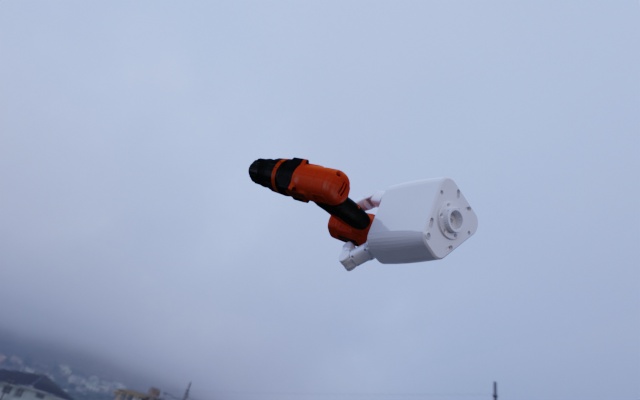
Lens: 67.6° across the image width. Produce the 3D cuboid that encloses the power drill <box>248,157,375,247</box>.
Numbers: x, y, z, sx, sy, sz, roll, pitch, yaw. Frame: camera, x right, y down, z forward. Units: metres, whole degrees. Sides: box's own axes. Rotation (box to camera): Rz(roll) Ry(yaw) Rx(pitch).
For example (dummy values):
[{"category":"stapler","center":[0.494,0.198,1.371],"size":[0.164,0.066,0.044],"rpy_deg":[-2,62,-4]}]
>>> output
[{"category":"power drill","center":[0.001,0.003,0.706],"size":[0.184,0.057,0.188],"rpy_deg":[16,-16,44]}]
